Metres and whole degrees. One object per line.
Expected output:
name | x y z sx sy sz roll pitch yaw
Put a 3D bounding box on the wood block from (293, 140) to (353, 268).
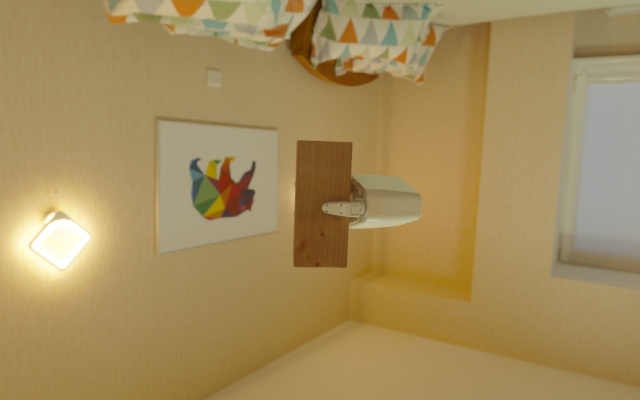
wood block | 0.001 0.003 0.811 0.090 0.206 0.091 1 6 -5
